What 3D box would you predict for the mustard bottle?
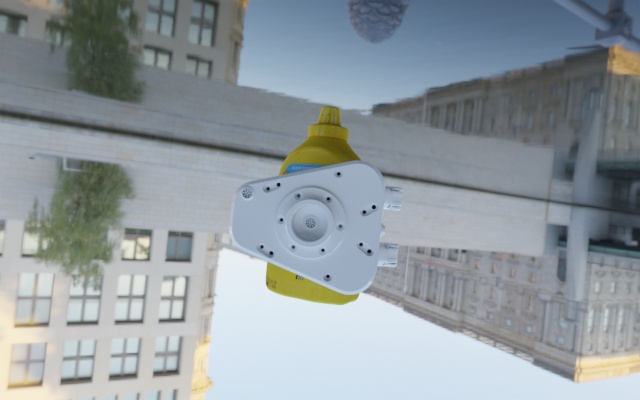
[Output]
[{"bbox_3d":[0.000,0.002,0.479,0.096,0.191,0.058,6,-1,29],"label":"mustard bottle"}]
